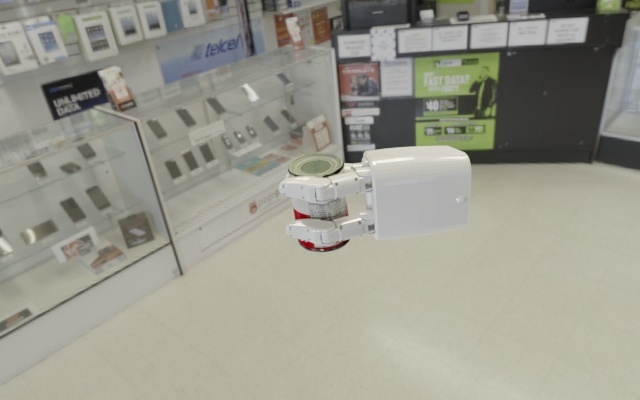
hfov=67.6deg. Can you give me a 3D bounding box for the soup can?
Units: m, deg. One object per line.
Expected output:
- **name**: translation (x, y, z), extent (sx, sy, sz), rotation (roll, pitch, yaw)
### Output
- **soup can**: translation (0.000, 0.002, 0.574), extent (0.068, 0.102, 0.068), rotation (-5, 29, 3)
